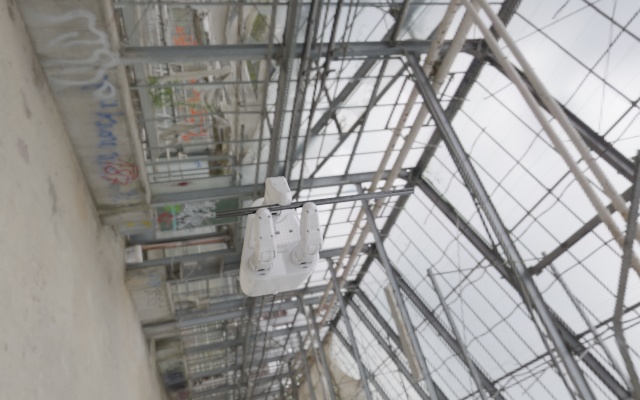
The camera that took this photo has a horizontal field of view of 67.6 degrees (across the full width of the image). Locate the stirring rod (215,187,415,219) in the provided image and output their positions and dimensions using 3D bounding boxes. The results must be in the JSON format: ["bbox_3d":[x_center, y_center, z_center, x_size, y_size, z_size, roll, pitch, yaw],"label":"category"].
[{"bbox_3d":[0.000,0.002,0.557,0.239,0.011,0.011,-7,2,-16],"label":"stirring rod"}]
